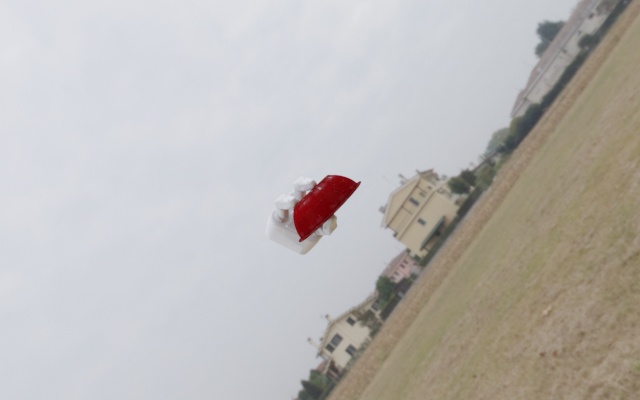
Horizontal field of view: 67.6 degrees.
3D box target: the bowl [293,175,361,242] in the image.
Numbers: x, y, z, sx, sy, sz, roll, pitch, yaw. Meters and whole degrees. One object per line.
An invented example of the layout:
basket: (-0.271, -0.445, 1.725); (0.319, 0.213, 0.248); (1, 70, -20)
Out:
bowl: (0.000, 0.002, 0.889); (0.162, 0.055, 0.162); (-44, 3, 3)
